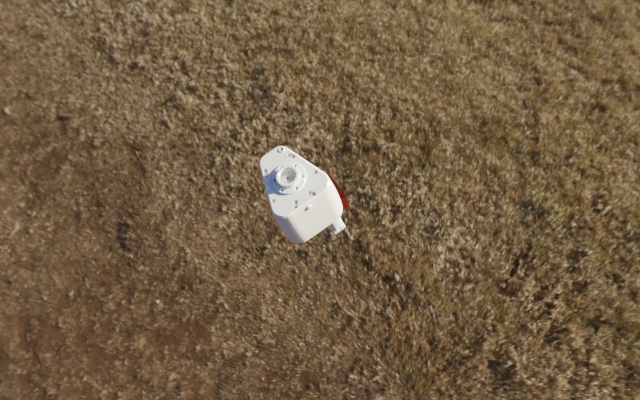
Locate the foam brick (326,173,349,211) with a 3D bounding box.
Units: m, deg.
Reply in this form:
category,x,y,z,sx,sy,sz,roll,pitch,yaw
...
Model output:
category,x,y,z,sx,sy,sz,roll,pitch,yaw
foam brick,0.000,0.002,0.785,0.078,0.053,0.051,-35,-25,-4
